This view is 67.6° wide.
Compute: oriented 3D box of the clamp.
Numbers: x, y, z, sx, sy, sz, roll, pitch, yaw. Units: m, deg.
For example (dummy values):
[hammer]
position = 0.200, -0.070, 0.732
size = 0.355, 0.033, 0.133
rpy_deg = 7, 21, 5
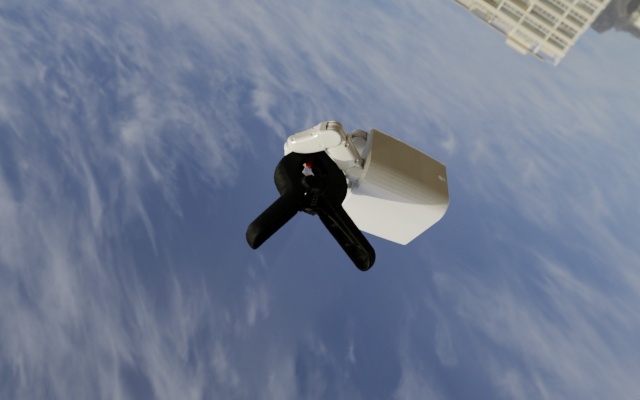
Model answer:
[clamp]
position = 0.000, 0.002, 0.482
size = 0.120, 0.039, 0.171
rpy_deg = 23, 40, -10
